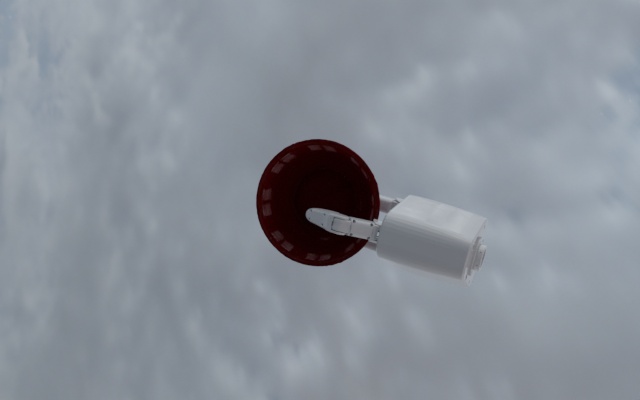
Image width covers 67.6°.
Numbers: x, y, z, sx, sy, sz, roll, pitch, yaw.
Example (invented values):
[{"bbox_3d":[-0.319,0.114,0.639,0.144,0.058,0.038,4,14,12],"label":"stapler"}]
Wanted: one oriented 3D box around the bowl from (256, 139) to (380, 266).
[{"bbox_3d":[-0.001,0.001,0.627,0.162,0.162,0.055,0,4,13],"label":"bowl"}]
